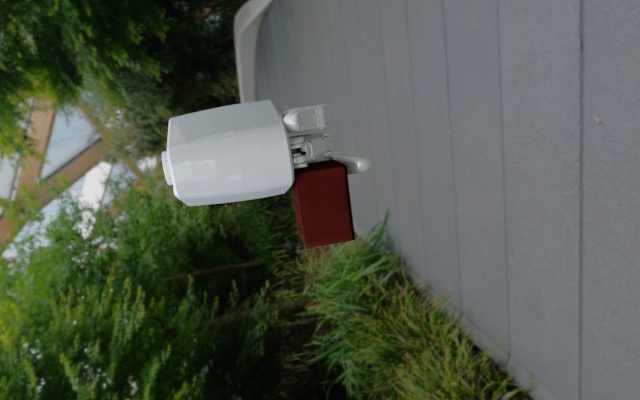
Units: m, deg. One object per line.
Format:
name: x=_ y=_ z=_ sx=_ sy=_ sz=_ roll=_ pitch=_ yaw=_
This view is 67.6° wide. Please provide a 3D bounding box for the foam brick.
foam brick: x=0.000 y=0.002 z=0.488 sx=0.051 sy=0.078 sz=0.053 roll=-11 pitch=14 yaw=-11
